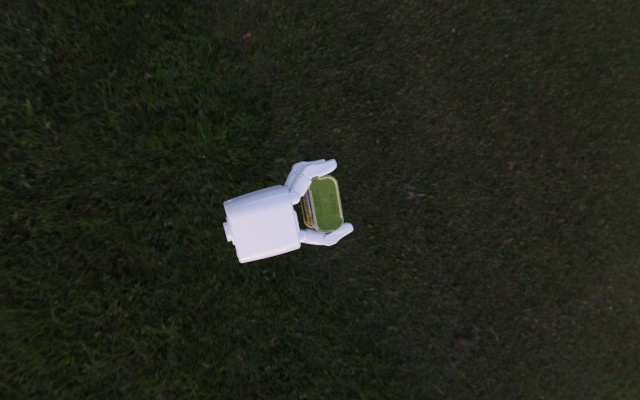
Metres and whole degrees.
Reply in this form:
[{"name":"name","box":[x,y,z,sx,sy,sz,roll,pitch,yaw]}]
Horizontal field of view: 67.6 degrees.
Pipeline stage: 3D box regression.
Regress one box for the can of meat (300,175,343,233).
[{"name":"can of meat","box":[0.000,0.003,0.836,0.057,0.102,0.084,-12,8,-12]}]
